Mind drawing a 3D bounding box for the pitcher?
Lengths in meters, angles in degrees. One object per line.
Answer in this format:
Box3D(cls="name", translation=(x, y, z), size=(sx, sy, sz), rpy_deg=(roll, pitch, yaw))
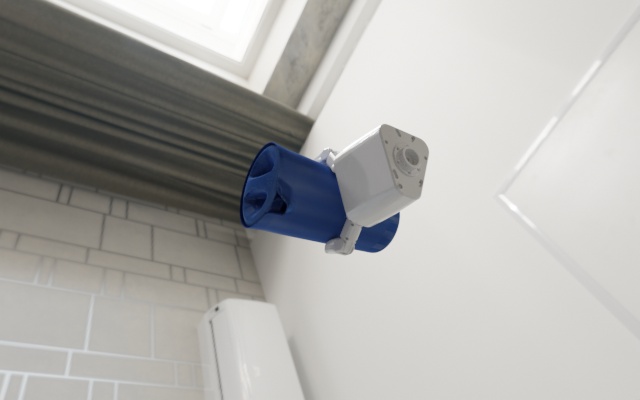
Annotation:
Box3D(cls="pitcher", translation=(0.000, 0.003, 0.770), size=(0.243, 0.149, 0.145), rpy_deg=(18, -32, -28))
